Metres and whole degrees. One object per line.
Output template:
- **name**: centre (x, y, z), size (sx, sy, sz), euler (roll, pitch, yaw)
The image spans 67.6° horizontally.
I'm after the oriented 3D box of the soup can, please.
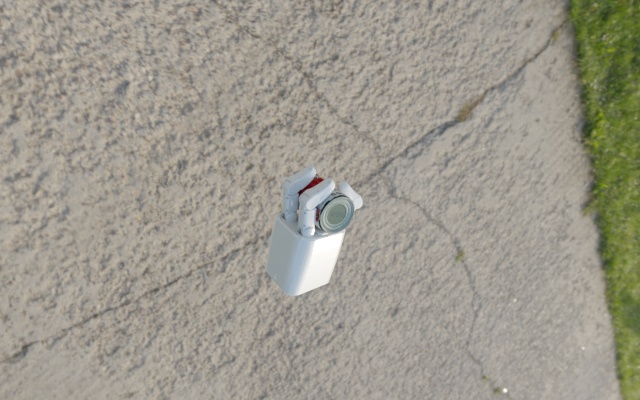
- **soup can**: centre (0.000, 0.002, 0.775), size (0.068, 0.068, 0.102), euler (0, 24, -35)
